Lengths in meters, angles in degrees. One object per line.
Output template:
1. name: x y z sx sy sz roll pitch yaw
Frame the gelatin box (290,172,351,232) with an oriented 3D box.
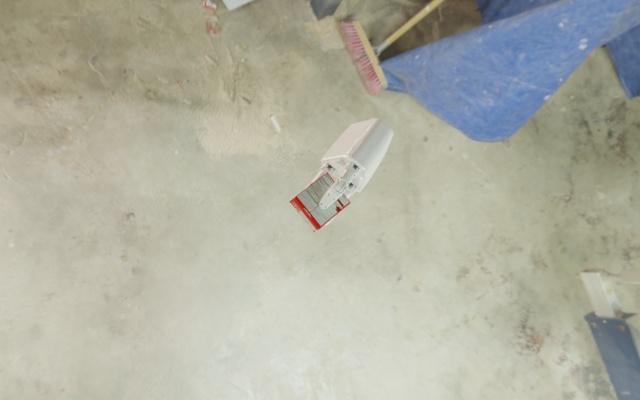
1. gelatin box: 0.000 0.003 0.874 0.089 0.073 0.030 -39 2 -26
